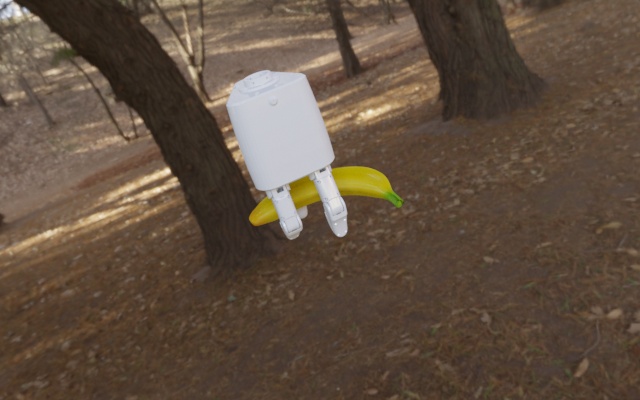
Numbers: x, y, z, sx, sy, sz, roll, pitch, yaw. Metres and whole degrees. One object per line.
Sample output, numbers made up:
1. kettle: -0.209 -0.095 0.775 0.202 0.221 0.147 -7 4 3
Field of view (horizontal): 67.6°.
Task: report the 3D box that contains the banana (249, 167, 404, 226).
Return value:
1. banana: 0.004 -0.010 0.621 0.198 0.037 0.069 -9 38 8
